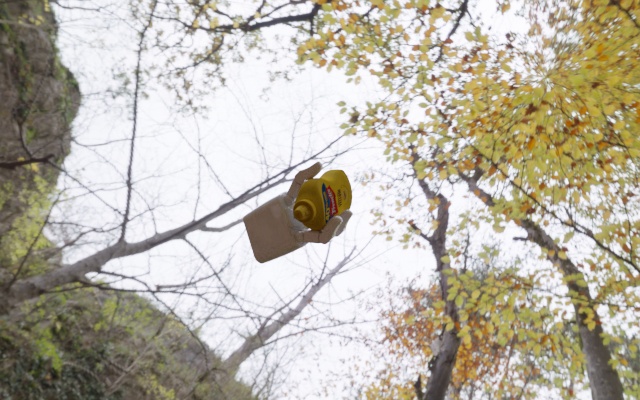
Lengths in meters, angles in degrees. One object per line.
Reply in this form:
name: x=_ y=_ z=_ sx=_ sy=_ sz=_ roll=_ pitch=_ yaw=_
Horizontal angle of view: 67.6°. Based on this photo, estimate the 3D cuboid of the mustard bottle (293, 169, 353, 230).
mustard bottle: x=0.001 y=0.003 z=0.893 sx=0.058 sy=0.096 sz=0.191 roll=0 pitch=13 yaw=25
